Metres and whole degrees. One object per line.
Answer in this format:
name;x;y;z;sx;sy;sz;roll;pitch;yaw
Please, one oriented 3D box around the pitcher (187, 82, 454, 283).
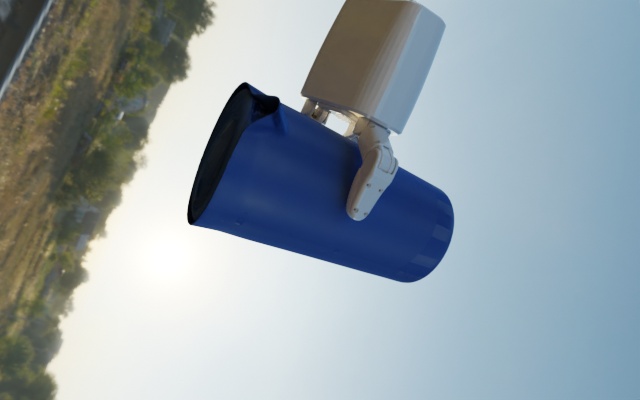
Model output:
pitcher;0.000;0.001;0.468;0.243;0.145;0.149;22;5;-24
